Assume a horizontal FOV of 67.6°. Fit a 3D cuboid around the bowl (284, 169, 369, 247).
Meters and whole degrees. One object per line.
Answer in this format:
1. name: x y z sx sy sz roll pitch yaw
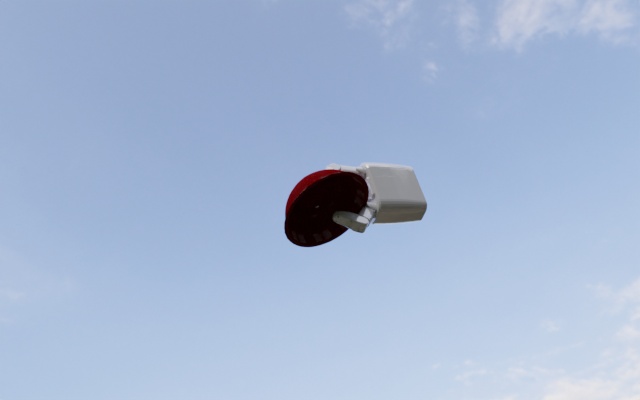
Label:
1. bowl: -0.001 0.002 0.807 0.162 0.162 0.055 0 38 -39
